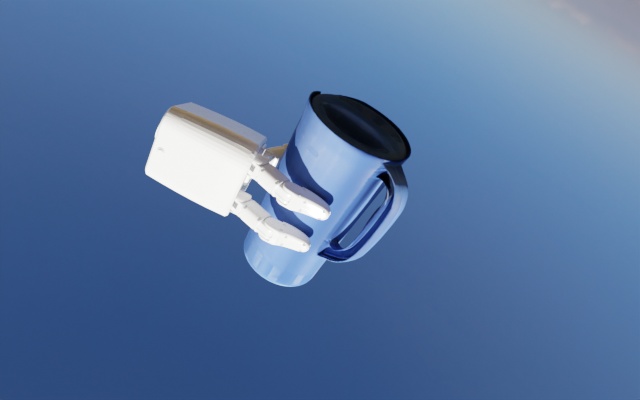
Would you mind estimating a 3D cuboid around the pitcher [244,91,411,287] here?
[{"bbox_3d":[0.000,0.002,0.594,0.145,0.243,0.149,28,32,-7],"label":"pitcher"}]
